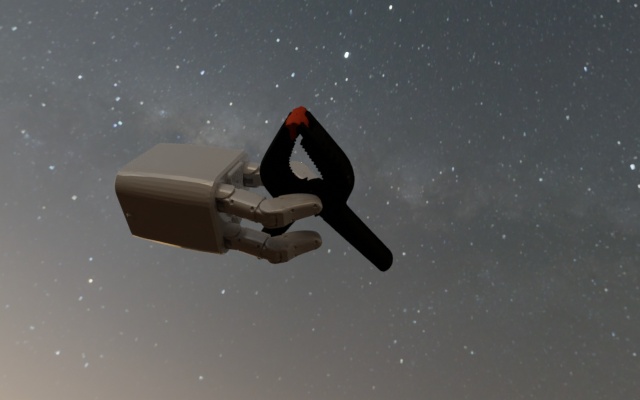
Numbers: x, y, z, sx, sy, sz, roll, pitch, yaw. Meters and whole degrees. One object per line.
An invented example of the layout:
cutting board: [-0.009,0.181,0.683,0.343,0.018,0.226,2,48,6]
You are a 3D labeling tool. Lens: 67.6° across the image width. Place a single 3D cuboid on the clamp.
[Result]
clamp: [0.000,0.001,0.492,0.164,0.210,0.036,8,45,8]
